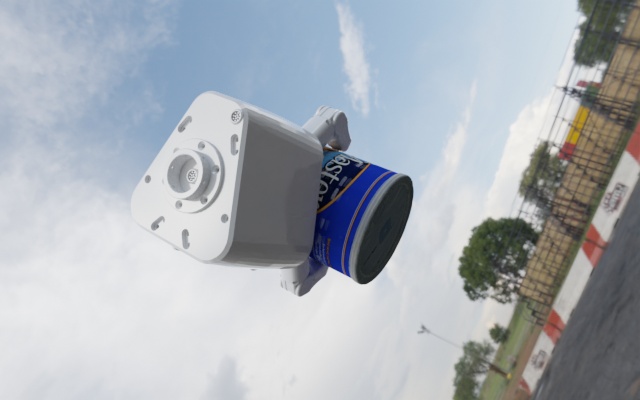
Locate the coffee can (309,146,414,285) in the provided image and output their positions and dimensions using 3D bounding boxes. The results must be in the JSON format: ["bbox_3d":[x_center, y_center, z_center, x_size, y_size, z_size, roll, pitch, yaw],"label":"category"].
[{"bbox_3d":[0.000,0.001,0.442,0.140,0.103,0.103,24,11,26],"label":"coffee can"}]
